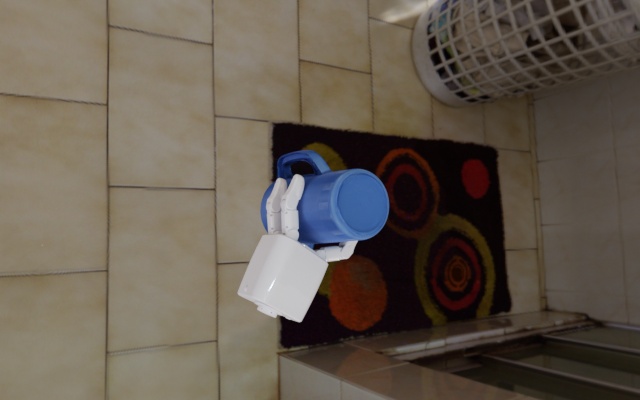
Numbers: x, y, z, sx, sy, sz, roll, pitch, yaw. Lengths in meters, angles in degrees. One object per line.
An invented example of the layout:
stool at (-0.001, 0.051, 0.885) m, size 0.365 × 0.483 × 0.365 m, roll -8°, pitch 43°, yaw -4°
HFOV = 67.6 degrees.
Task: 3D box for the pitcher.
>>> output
pitcher at (0.000, 0.003, 0.809) m, size 0.149 × 0.145 × 0.243 m, roll 33°, pitch -19°, yaw -24°
